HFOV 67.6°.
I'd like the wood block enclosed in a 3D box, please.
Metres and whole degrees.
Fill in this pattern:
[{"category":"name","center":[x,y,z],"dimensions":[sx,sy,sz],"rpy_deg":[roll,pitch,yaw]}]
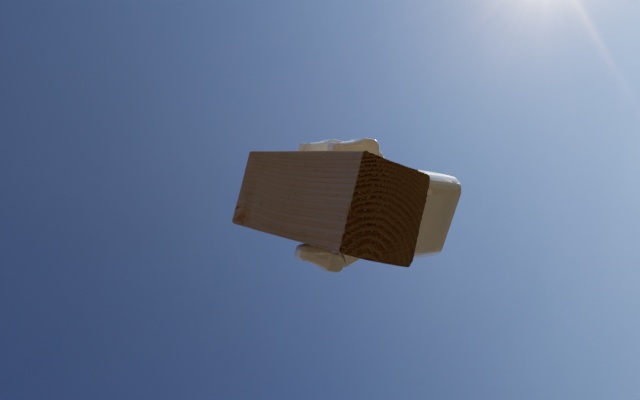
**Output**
[{"category":"wood block","center":[0.000,0.002,0.501],"dimensions":[0.090,0.091,0.206],"rpy_deg":[16,-5,-35]}]
